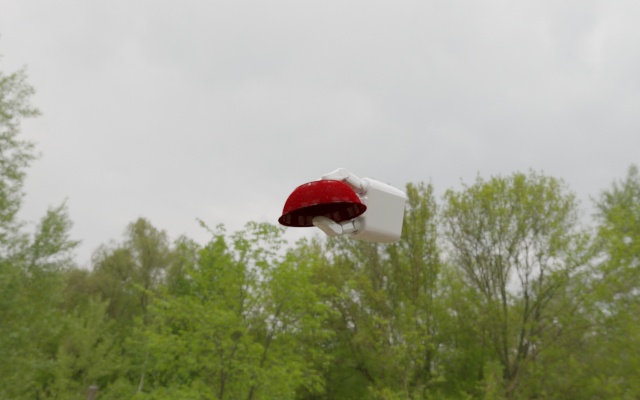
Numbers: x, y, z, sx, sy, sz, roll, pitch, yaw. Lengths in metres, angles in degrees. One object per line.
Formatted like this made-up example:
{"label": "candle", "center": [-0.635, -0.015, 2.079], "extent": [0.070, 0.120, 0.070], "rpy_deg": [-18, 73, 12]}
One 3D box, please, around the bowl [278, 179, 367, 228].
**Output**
{"label": "bowl", "center": [-0.001, 0.002, 0.861], "extent": [0.162, 0.055, 0.162], "rpy_deg": [-8, -15, -2]}
